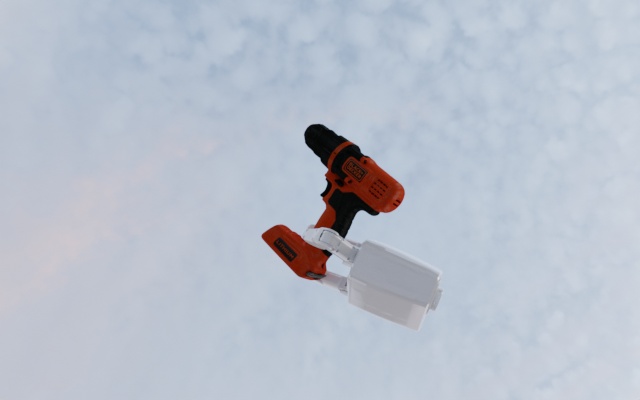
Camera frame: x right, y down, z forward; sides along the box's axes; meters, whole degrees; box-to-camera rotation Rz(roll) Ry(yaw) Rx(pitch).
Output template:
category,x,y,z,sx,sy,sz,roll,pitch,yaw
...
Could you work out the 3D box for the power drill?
category,x,y,z,sx,sy,sz,roll,pitch,yaw
power drill,0.000,0.003,0.671,0.184,0.188,0.057,43,12,32
